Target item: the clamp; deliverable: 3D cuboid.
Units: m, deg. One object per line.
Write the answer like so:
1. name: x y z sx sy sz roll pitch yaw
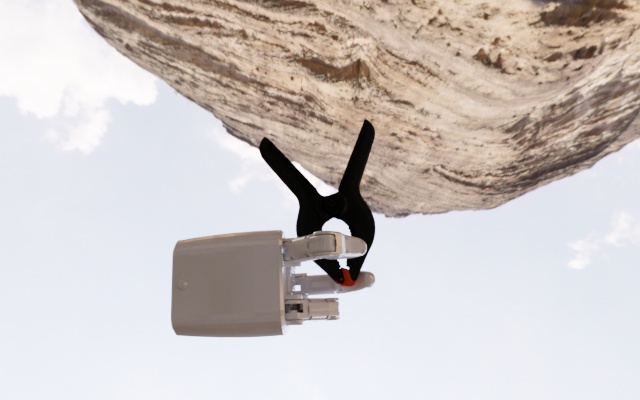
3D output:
1. clamp: 0.000 0.002 0.482 0.120 0.171 0.039 -4 -14 3
